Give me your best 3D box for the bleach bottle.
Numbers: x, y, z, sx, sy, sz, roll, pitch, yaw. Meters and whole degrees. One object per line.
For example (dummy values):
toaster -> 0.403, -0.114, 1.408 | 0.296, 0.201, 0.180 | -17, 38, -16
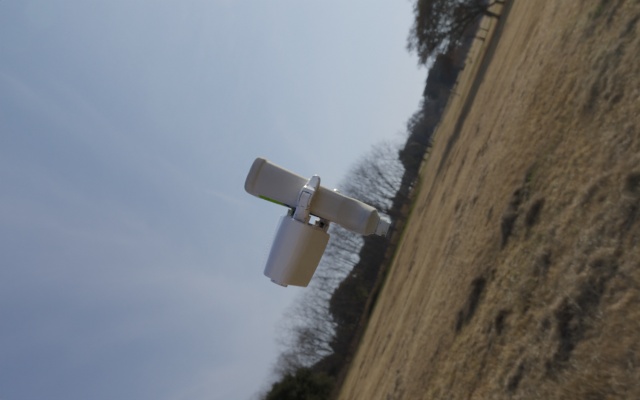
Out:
bleach bottle -> 0.000, 0.003, 0.828 | 0.251, 0.068, 0.102 | 22, -4, 9
